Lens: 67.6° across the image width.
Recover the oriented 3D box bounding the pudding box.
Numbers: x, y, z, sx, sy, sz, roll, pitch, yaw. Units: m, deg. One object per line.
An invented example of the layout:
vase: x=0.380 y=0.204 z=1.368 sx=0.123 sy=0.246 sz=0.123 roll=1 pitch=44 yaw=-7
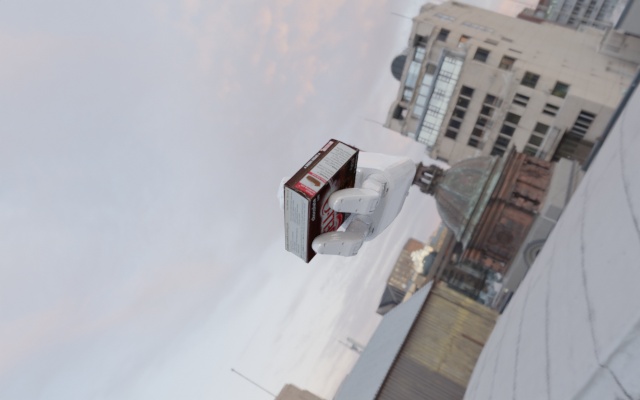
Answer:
pudding box: x=0.000 y=0.002 z=0.520 sx=0.039 sy=0.114 sz=0.090 roll=27 pitch=53 yaw=22
